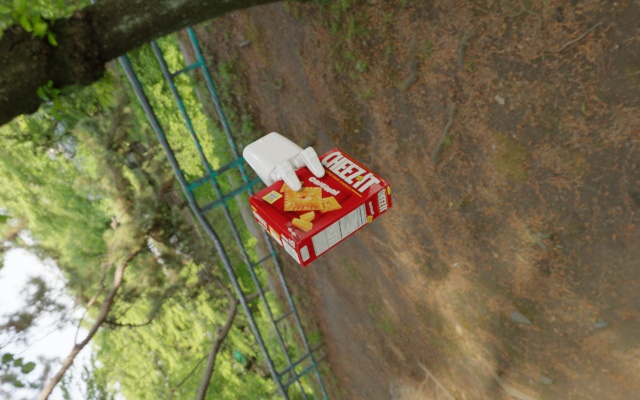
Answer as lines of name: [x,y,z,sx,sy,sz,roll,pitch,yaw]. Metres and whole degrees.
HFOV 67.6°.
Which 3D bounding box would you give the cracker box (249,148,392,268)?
cracker box: [0.000,0.003,0.894,0.213,0.072,0.164,-32,47,-21]
